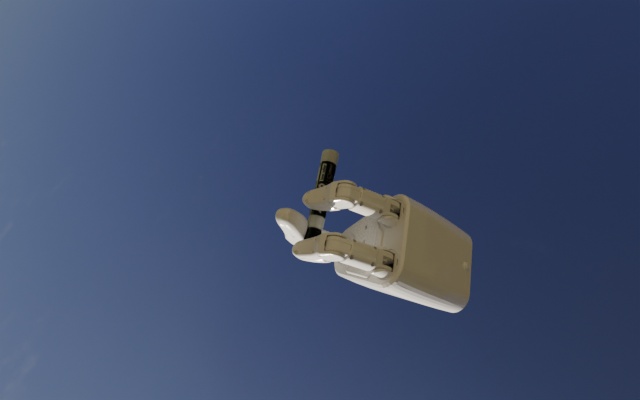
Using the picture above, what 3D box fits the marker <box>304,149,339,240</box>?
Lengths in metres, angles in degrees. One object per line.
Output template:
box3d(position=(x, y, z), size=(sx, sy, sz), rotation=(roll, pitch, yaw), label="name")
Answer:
box3d(position=(0.000, 0.002, 0.502), size=(0.020, 0.121, 0.020), rotation=(10, -25, 5), label="marker")
